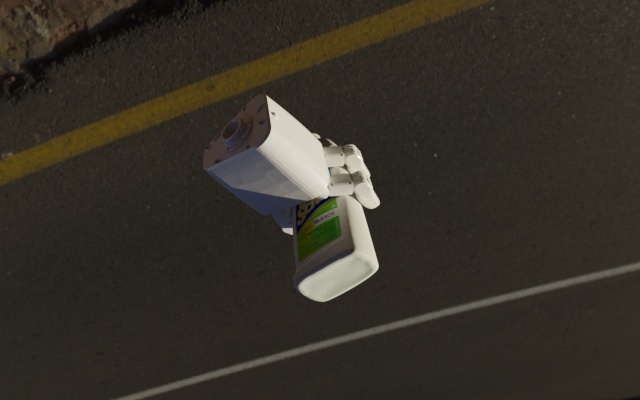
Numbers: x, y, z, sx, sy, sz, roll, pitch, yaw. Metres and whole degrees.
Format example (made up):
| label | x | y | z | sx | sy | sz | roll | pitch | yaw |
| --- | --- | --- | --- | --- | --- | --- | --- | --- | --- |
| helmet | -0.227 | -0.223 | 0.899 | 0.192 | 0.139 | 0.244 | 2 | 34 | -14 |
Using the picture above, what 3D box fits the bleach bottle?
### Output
| label | x | y | z | sx | sy | sz | roll | pitch | yaw |
| --- | --- | --- | --- | --- | --- | --- | --- | --- | --- |
| bleach bottle | 0.000 | 0.002 | 0.639 | 0.102 | 0.250 | 0.068 | -33 | -47 | 20 |
